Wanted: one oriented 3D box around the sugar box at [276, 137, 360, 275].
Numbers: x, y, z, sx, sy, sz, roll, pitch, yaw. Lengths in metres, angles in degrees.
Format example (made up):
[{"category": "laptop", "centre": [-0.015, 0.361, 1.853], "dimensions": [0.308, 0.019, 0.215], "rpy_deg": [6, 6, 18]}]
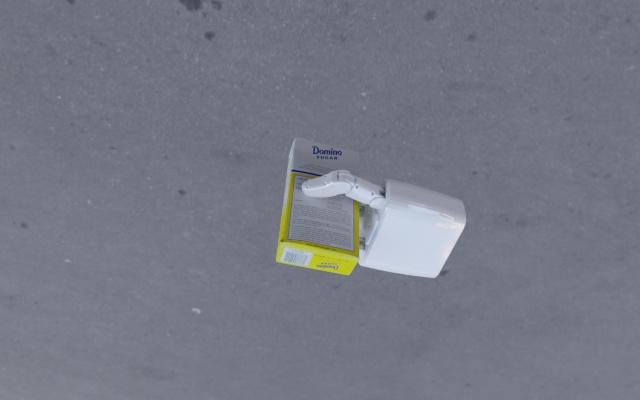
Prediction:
[{"category": "sugar box", "centre": [0.000, 0.002, 0.603], "dimensions": [0.093, 0.176, 0.048], "rpy_deg": [13, -44, -10]}]
